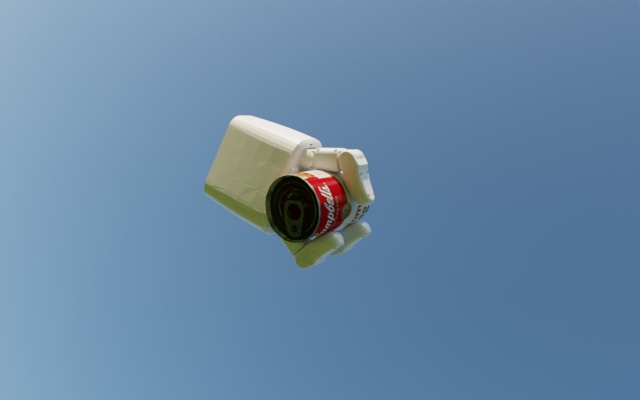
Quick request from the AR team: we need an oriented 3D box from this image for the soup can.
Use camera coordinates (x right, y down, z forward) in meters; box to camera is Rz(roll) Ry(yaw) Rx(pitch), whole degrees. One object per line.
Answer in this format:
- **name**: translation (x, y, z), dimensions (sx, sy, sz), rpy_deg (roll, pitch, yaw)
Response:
- **soup can**: translation (0.001, 0.002, 0.507), dimensions (0.068, 0.068, 0.102), rpy_deg (0, 8, 35)
